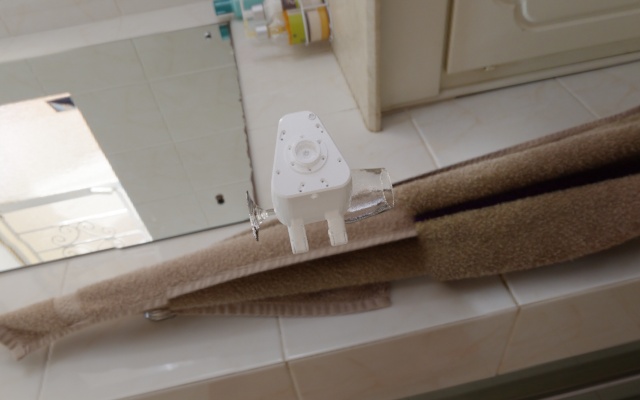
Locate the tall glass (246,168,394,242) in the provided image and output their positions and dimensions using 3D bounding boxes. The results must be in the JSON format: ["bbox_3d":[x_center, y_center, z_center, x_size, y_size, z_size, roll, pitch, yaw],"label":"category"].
[{"bbox_3d":[-0.001,0.002,0.683,0.201,0.079,0.079,-11,1,-4],"label":"tall glass"}]
